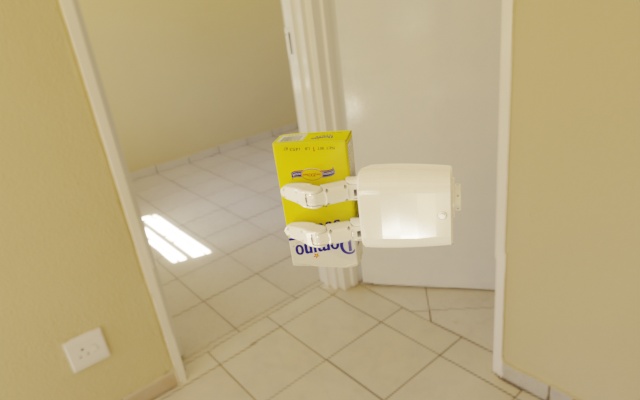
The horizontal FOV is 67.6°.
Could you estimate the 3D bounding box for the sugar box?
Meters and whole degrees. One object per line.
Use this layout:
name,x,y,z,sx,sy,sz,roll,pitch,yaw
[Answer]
sugar box,0.000,0.002,0.607,0.093,0.176,0.048,-1,24,16
